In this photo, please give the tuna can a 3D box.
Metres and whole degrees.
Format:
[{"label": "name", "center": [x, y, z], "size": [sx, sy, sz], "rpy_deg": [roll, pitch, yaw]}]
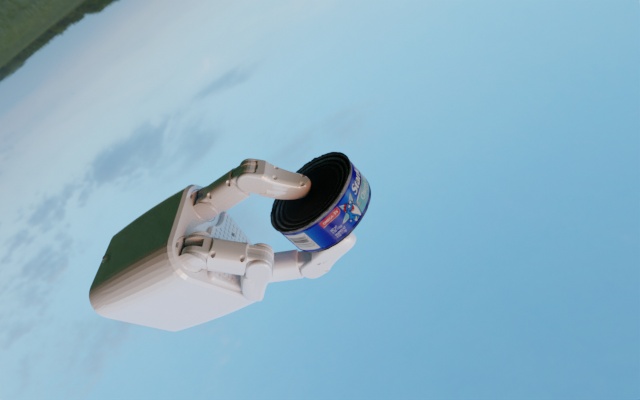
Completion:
[{"label": "tuna can", "center": [0.000, 0.002, 0.407], "size": [0.086, 0.086, 0.034], "rpy_deg": [0, -38, 50]}]
